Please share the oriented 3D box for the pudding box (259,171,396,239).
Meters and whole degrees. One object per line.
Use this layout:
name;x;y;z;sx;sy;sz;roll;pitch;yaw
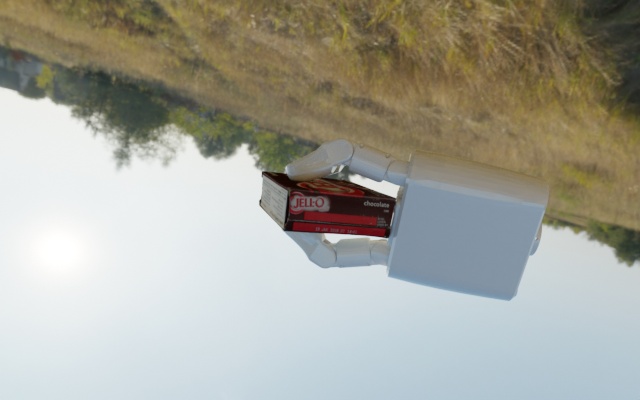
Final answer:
pudding box;0.000;0.002;0.416;0.090;0.039;0.113;6;6;-19
